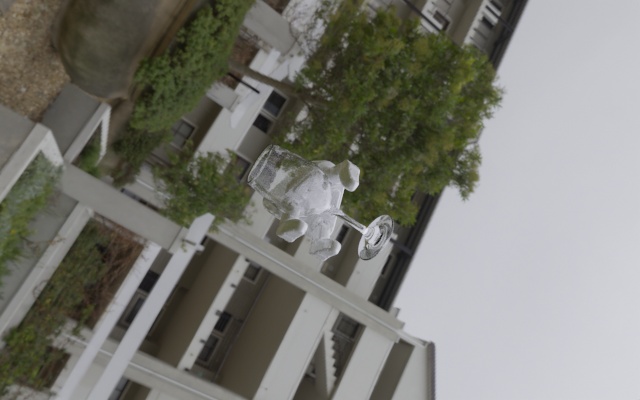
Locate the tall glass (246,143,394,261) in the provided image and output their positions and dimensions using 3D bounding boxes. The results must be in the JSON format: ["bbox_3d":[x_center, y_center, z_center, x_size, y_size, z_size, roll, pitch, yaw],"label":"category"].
[{"bbox_3d":[0.001,0.002,0.649,0.201,0.079,0.079,33,-12,-20],"label":"tall glass"}]
